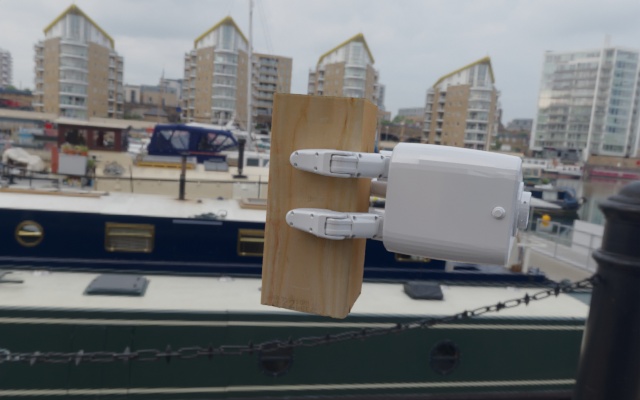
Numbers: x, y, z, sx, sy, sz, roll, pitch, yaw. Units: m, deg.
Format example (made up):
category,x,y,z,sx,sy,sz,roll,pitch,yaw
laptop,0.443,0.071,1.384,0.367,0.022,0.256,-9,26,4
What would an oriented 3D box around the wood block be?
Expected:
category,x,y,z,sx,sy,sz,roll,pitch,yaw
wood block,0.001,0.001,0.489,0.090,0.206,0.091,7,7,14
